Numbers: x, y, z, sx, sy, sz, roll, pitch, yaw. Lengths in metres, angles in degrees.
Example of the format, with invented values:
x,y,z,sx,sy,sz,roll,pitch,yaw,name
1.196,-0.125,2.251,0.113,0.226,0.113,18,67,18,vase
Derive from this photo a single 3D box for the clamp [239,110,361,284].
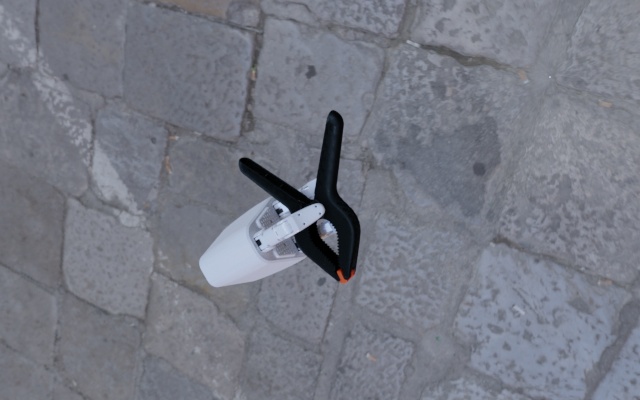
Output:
x,y,z,sx,sy,sz,roll,pitch,yaw,name
0.000,0.003,0.602,0.164,0.210,0.036,-30,-1,33,clamp
